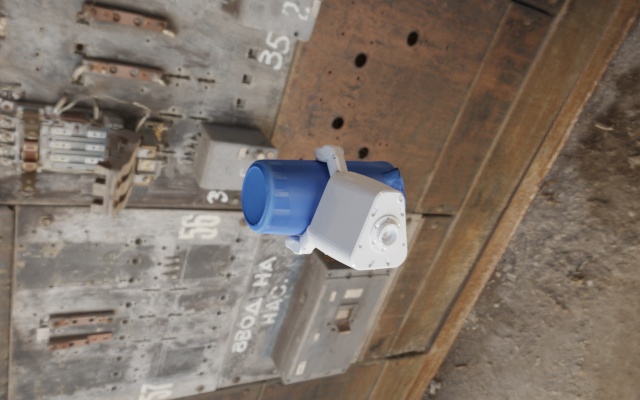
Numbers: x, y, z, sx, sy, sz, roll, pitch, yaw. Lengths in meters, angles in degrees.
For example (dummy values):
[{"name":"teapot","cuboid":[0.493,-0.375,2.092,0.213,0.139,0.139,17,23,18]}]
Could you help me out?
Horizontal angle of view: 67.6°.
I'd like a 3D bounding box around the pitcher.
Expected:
[{"name":"pitcher","cuboid":[0.000,0.002,0.761,0.243,0.149,0.145,2,14,-32]}]
